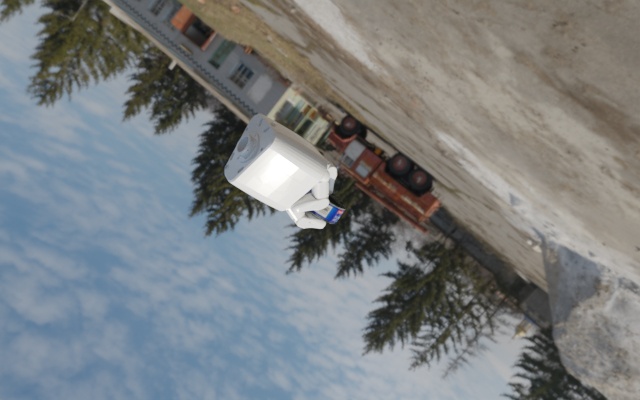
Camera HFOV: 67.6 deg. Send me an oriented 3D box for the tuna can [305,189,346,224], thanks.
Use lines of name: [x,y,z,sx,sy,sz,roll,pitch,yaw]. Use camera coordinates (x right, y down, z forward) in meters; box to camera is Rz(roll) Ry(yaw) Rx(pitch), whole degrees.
tuna can: [0.000,0.003,0.823,0.086,0.034,0.086,33,10,-7]
